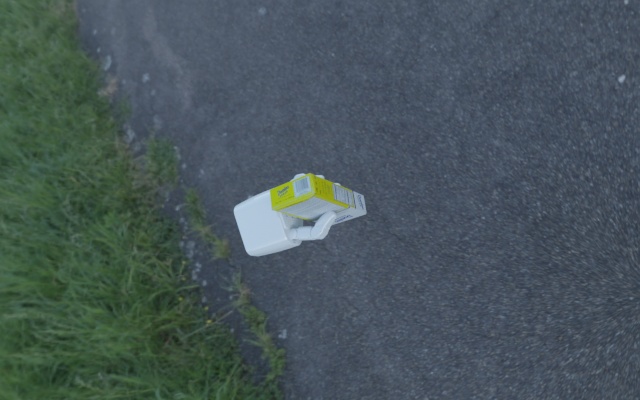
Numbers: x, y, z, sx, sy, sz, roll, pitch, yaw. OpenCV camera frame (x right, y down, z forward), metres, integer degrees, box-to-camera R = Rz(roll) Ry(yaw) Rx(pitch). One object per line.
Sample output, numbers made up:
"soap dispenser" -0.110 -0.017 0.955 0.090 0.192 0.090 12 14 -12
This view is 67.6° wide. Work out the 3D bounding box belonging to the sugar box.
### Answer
"sugar box" 0.000 0.002 0.871 0.093 0.048 0.176 -20 -20 30
